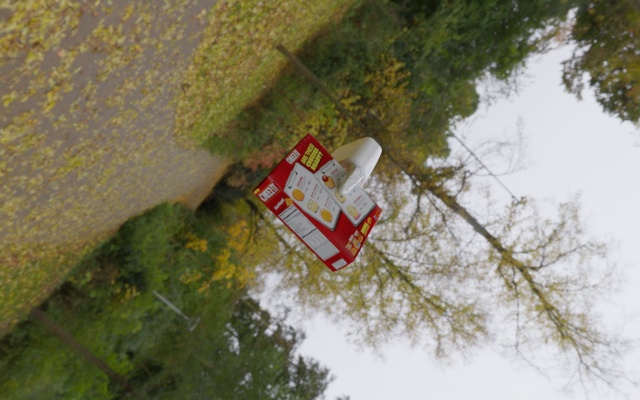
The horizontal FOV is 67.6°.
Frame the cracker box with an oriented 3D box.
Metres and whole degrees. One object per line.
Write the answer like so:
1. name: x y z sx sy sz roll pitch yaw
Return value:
1. cracker box: 0.000 0.003 0.894 0.072 0.214 0.164 -37 11 42
